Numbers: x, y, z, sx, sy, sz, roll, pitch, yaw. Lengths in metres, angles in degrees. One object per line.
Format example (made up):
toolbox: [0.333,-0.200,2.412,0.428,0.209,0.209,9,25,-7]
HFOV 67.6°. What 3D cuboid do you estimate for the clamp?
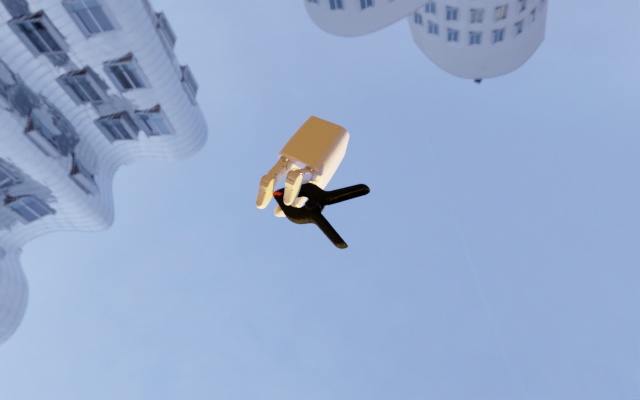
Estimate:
clamp: [0.000,0.003,0.831,0.171,0.120,0.039,24,-23,25]
